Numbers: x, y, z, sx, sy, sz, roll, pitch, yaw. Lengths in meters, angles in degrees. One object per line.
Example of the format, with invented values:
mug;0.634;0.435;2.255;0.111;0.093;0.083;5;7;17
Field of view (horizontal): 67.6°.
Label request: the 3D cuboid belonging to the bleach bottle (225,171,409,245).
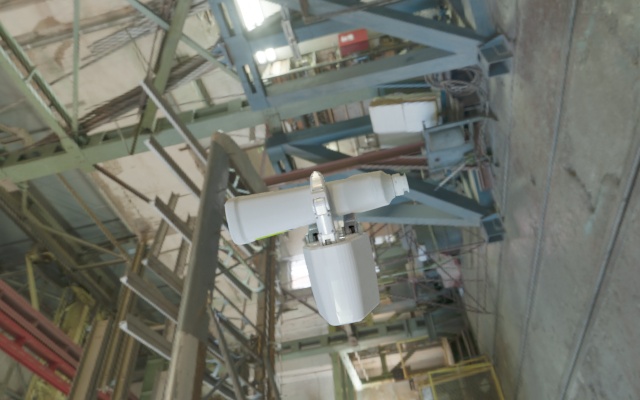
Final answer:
bleach bottle;0.000;0.002;0.682;0.251;0.068;0.102;-13;1;6
